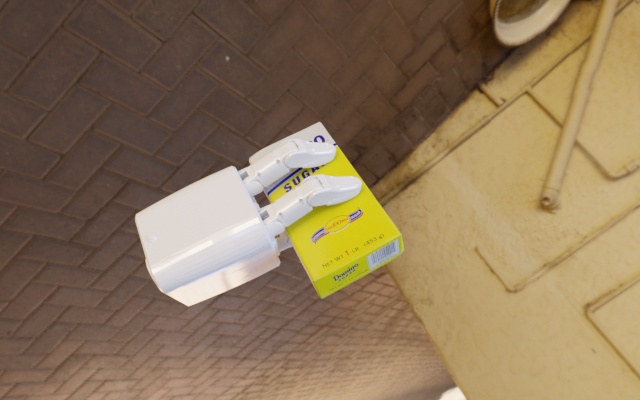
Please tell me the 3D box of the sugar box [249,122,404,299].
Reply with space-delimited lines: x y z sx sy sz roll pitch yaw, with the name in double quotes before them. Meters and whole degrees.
"sugar box" 0.000 0.001 0.488 0.093 0.176 0.048 -27 -35 -7
